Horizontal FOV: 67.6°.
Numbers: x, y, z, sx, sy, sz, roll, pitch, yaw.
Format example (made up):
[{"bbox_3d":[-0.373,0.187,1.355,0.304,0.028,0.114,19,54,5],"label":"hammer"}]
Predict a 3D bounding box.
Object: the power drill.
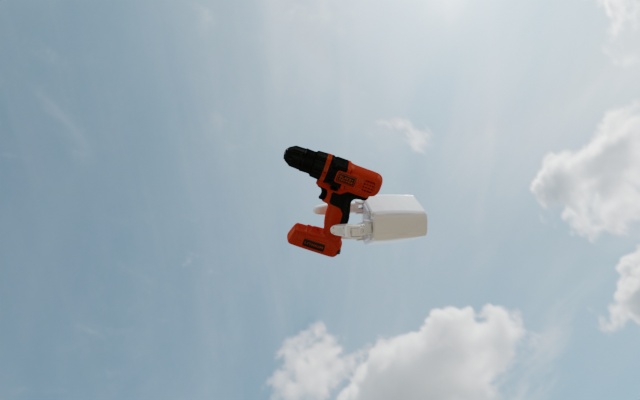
[{"bbox_3d":[0.000,0.003,0.883,0.184,0.188,0.057,20,26,-3],"label":"power drill"}]
